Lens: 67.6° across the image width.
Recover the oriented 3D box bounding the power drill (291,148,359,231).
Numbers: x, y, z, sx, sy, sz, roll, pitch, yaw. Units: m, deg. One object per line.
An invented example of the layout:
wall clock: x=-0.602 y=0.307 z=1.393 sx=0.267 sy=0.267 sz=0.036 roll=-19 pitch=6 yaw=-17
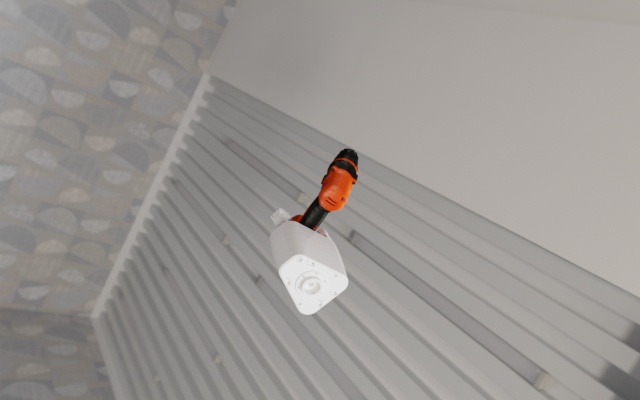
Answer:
power drill: x=0.000 y=0.003 z=0.863 sx=0.057 sy=0.188 sz=0.184 roll=33 pitch=31 yaw=-4
